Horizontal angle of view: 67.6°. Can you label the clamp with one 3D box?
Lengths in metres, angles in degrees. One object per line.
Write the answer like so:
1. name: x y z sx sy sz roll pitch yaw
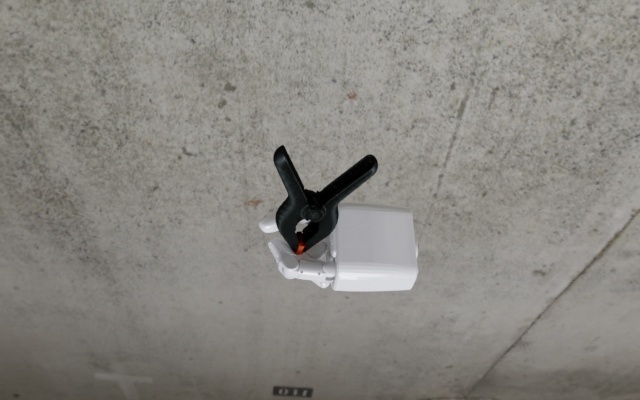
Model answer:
1. clamp: 0.000 0.002 0.579 0.120 0.039 0.172 2 -42 -7
